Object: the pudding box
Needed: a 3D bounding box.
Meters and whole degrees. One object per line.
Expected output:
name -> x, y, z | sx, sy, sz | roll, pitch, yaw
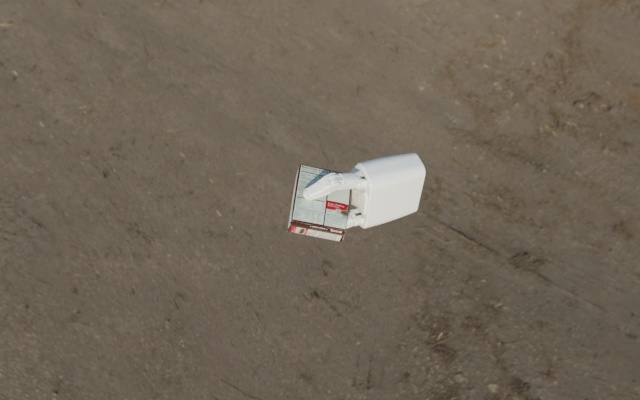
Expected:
pudding box -> 0.000, 0.002, 0.758 | 0.090, 0.113, 0.039 | 11, -35, -5
